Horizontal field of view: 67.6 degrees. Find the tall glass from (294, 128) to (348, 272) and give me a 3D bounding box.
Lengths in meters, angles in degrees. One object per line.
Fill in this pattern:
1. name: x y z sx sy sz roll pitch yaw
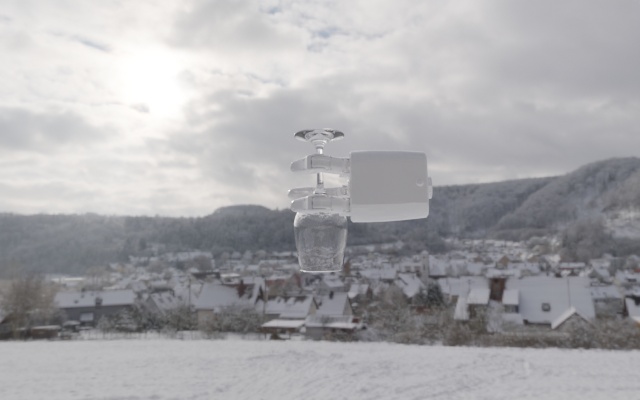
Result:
1. tall glass: 0.000 0.002 0.692 0.079 0.201 0.079 -1 -7 0
